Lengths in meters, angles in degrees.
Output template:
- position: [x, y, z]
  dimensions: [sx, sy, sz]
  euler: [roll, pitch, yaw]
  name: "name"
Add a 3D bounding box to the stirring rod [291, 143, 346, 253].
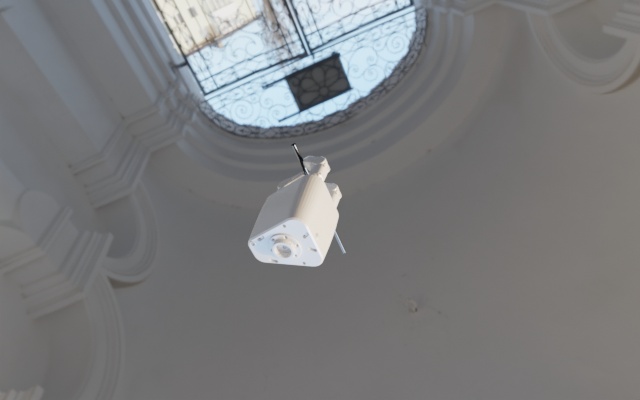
- position: [0.000, 0.003, 0.845]
  dimensions: [0.011, 0.240, 0.011]
  euler: [-19, 30, 11]
  name: "stirring rod"
